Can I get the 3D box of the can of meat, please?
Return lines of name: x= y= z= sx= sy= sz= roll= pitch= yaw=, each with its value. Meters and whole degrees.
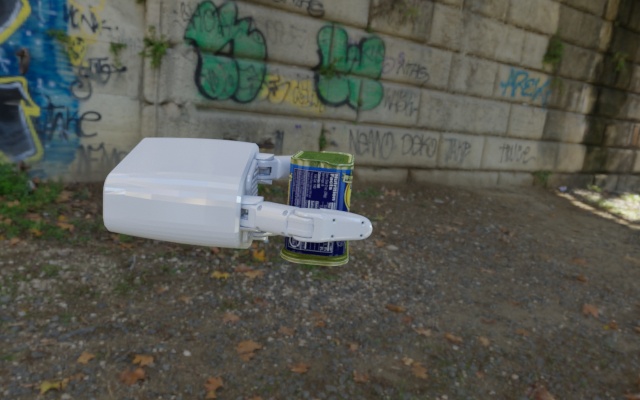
can of meat: x=0.000 y=0.001 z=0.422 sx=0.057 sy=0.084 sz=0.102 roll=5 pitch=11 yaw=3
